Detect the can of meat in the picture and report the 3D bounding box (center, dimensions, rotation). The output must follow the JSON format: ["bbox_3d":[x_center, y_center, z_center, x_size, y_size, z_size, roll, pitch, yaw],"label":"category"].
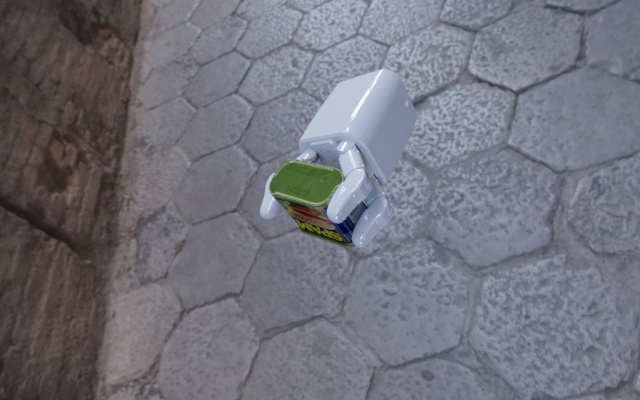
[{"bbox_3d":[0.000,0.002,0.550,0.102,0.057,0.084,15,-25,40],"label":"can of meat"}]
